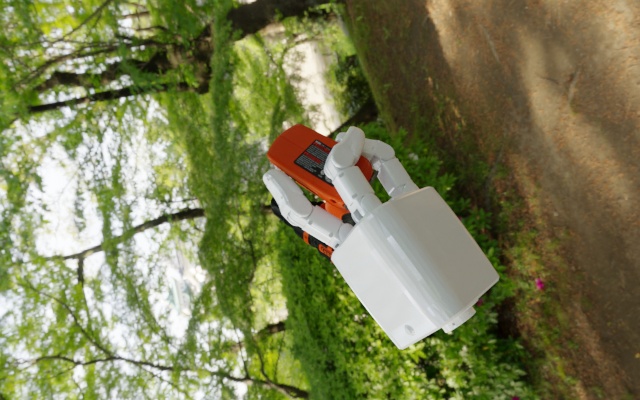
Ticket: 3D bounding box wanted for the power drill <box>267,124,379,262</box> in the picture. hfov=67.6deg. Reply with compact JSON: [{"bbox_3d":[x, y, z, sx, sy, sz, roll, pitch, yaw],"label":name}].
[{"bbox_3d":[0.000,0.002,0.535,0.184,0.057,0.188,30,-22,26],"label":"power drill"}]
